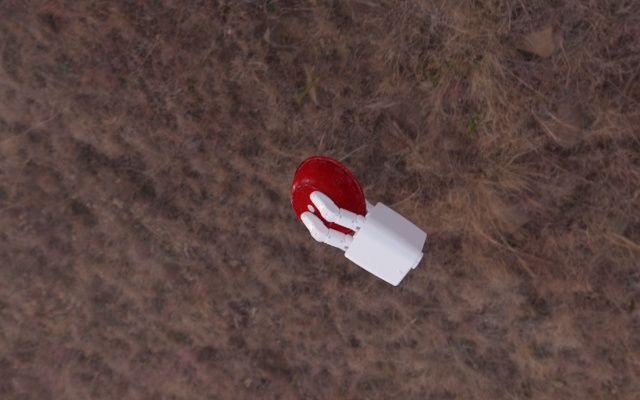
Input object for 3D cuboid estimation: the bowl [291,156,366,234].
[{"bbox_3d":[-0.001,0.002,0.866,0.162,0.162,0.055,0,25,40],"label":"bowl"}]
